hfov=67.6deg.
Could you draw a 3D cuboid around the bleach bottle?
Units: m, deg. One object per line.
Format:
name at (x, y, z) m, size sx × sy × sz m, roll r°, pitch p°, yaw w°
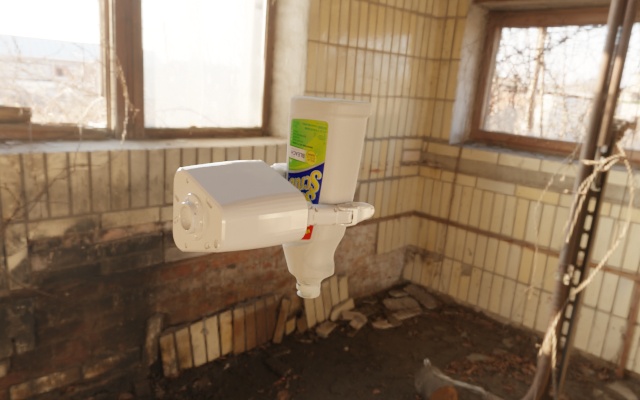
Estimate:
bleach bottle at (0.000, 0.002, 0.588) m, size 0.068 × 0.251 × 0.102 m, roll -7°, pitch 18°, yaw -43°
